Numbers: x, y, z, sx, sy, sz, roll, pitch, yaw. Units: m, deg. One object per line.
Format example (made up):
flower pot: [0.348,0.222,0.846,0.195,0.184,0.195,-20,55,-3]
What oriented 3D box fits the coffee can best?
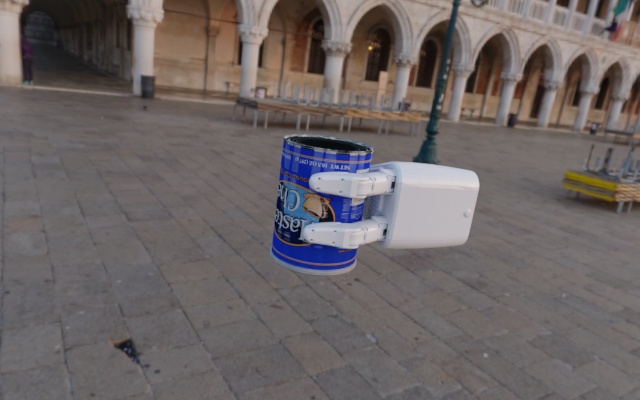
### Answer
coffee can: [0.000,0.002,0.550,0.103,0.140,0.102,7,15,-2]
